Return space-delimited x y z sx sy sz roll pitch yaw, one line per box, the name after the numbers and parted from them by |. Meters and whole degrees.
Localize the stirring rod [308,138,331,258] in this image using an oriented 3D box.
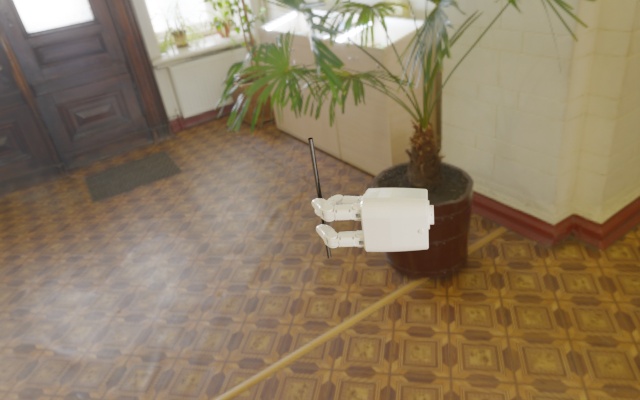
0.000 0.003 0.833 0.011 0.240 0.011 -7 30 4 | stirring rod
